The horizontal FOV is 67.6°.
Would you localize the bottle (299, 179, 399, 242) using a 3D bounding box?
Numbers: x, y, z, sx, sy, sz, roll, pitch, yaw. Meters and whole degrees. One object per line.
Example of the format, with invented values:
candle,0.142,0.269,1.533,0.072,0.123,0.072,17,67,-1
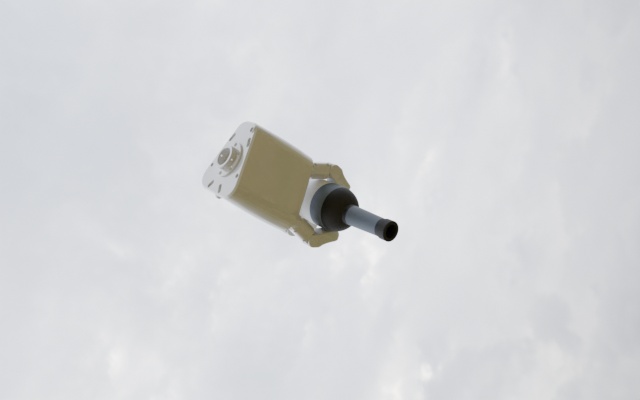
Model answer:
bottle,0.000,0.002,0.706,0.069,0.069,0.295,0,14,-38
